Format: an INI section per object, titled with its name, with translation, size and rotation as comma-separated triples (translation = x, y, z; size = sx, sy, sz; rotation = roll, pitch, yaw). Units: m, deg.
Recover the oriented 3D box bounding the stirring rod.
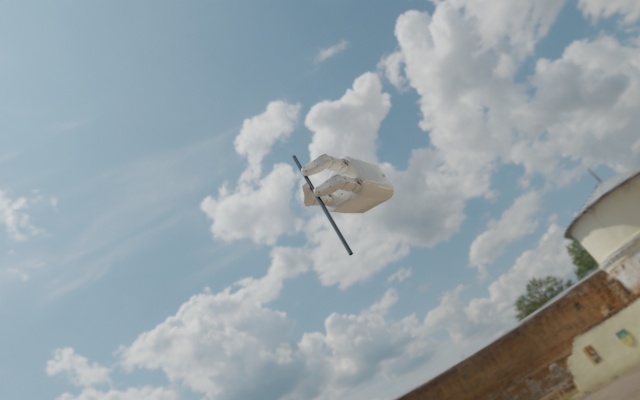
[stirring rod]
translation = 0.000, 0.003, 0.881
size = 0.011, 0.239, 0.011
rotation = -22, -31, -14
